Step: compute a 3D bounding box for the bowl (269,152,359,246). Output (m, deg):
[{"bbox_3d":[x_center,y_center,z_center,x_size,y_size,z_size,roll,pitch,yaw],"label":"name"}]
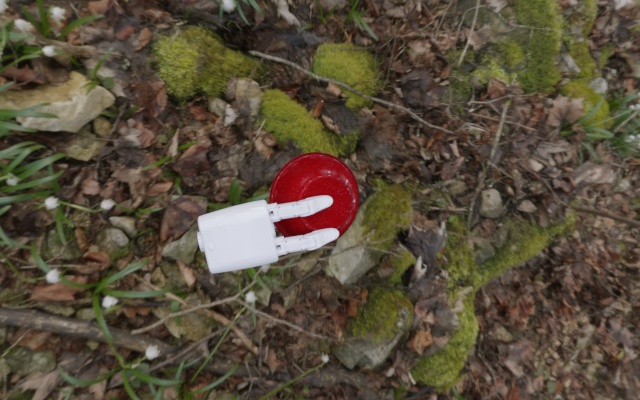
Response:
[{"bbox_3d":[0.001,0.002,0.781,0.162,0.162,0.055,0,8,-20],"label":"bowl"}]
